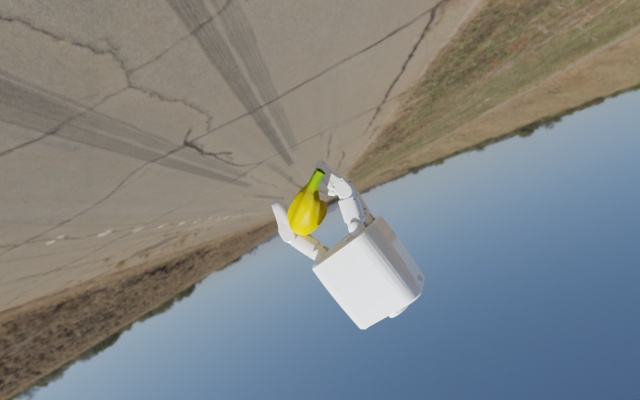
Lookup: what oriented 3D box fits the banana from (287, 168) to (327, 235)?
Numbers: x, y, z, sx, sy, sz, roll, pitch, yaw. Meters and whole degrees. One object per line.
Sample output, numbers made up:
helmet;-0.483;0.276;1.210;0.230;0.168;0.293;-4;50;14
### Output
banana;-0.013;0.015;0.616;0.037;0.069;0.198;42;-8;6
